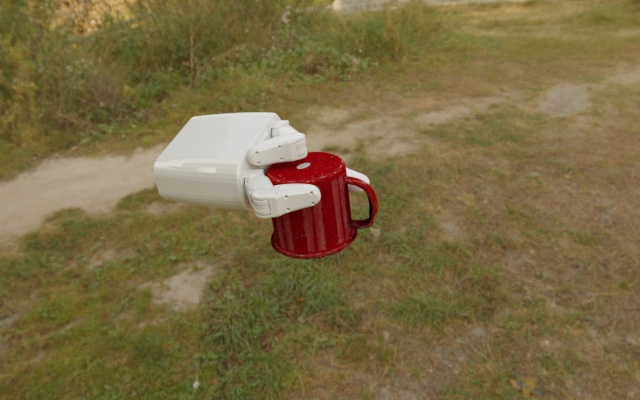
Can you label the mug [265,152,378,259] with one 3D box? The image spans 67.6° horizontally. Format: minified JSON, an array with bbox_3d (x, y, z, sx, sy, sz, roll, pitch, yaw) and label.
[{"bbox_3d":[0.001,0.002,0.485,0.117,0.081,0.093,3,28,20],"label":"mug"}]
